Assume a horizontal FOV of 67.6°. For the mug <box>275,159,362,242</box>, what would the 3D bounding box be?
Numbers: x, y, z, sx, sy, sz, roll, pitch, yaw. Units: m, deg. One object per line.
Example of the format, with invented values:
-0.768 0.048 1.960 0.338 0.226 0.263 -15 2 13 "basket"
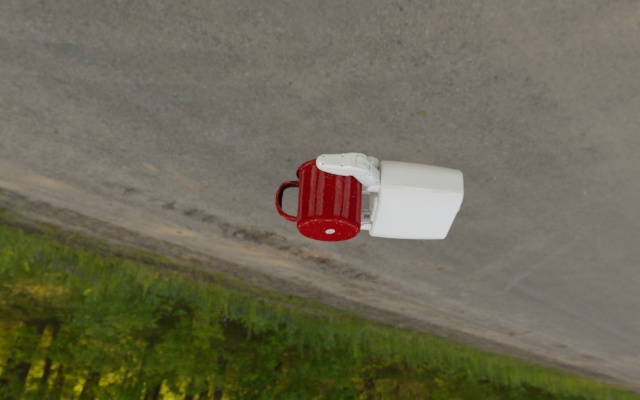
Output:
-0.001 0.002 0.613 0.117 0.081 0.093 3 -24 1 "mug"
